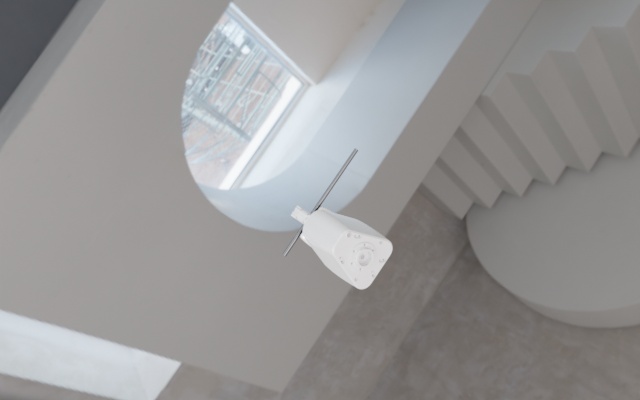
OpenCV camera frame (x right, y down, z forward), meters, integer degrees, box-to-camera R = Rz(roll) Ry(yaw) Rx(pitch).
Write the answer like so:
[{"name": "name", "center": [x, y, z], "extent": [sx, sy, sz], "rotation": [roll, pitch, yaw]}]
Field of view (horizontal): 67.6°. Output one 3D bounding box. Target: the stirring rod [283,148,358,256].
[{"name": "stirring rod", "center": [0.000, 0.003, 0.894], "extent": [0.011, 0.239, 0.011], "rotation": [34, -3, 2]}]
